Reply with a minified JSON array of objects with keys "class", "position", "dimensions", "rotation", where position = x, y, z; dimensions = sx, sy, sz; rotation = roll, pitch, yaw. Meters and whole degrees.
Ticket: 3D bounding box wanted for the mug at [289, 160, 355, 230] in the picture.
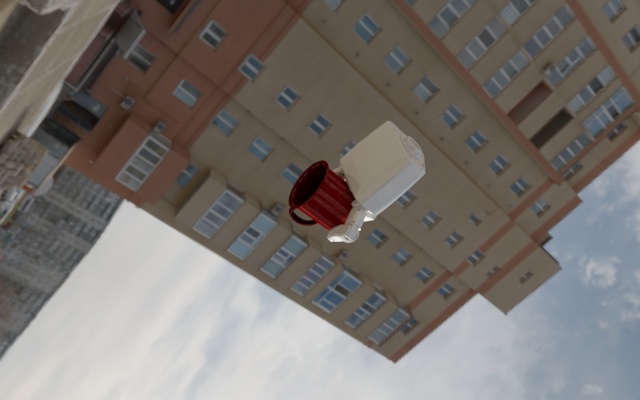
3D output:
[{"class":"mug","position":[-0.001,0.004,0.782],"dimensions":[0.081,0.093,0.117],"rotation":[37,-63,-25]}]
